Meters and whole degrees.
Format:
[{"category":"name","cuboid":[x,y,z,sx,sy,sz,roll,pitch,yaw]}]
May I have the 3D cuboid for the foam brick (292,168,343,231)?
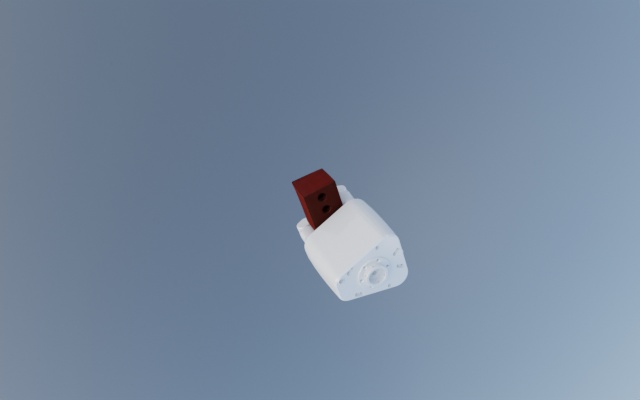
[{"category":"foam brick","cuboid":[0.000,0.002,0.709,0.053,0.078,0.051,-27,33,-9]}]
